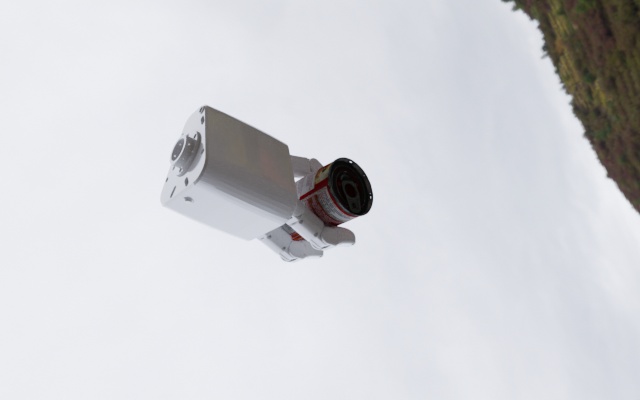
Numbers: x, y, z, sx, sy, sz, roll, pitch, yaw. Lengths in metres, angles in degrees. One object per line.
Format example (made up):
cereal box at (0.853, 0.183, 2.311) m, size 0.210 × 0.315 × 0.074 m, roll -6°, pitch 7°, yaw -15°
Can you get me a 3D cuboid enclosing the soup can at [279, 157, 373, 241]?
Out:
soup can at (0.000, 0.002, 0.546) m, size 0.068 × 0.068 × 0.102 m, roll 0°, pitch -20°, yaw -46°
